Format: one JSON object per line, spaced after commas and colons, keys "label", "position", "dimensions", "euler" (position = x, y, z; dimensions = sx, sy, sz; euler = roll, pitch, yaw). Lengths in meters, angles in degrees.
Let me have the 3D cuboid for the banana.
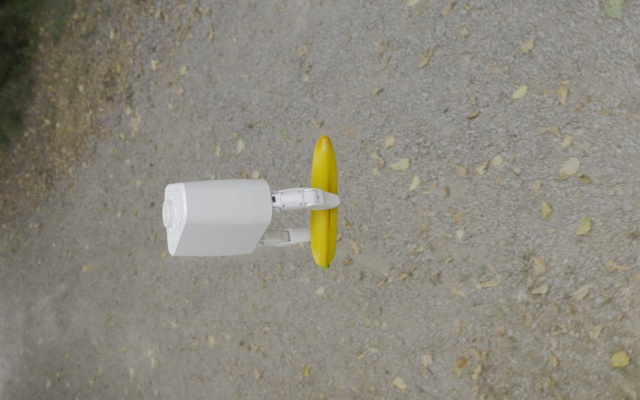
{"label": "banana", "position": [0.003, 0.008, 0.667], "dimensions": [0.037, 0.198, 0.069], "euler": [0, 8, -9]}
